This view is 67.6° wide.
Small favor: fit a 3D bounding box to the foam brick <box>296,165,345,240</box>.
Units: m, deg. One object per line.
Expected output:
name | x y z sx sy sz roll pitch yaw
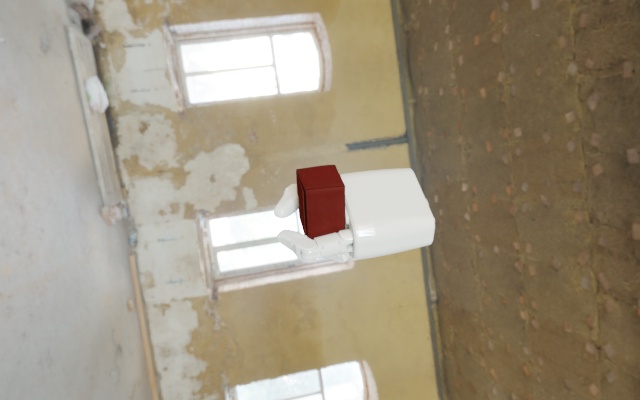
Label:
foam brick | 0.000 0.002 0.595 0.051 0.078 0.053 -8 36 -9
